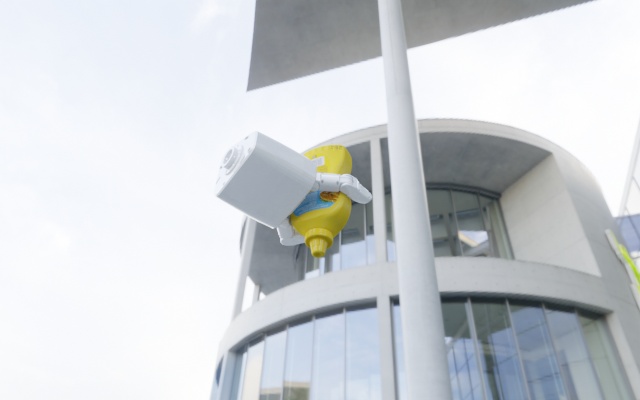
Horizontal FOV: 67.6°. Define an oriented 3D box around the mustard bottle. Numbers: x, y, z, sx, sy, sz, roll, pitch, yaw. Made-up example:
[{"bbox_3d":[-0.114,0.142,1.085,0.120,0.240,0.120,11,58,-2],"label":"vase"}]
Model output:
[{"bbox_3d":[0.000,0.002,0.733,0.096,0.191,0.058,-16,-43,21],"label":"mustard bottle"}]
